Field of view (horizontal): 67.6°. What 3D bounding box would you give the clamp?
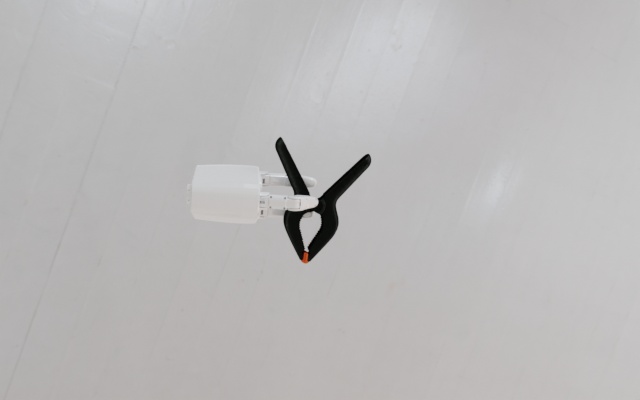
[{"bbox_3d":[0.000,0.003,0.810,0.164,0.210,0.036,3,7,-8],"label":"clamp"}]
